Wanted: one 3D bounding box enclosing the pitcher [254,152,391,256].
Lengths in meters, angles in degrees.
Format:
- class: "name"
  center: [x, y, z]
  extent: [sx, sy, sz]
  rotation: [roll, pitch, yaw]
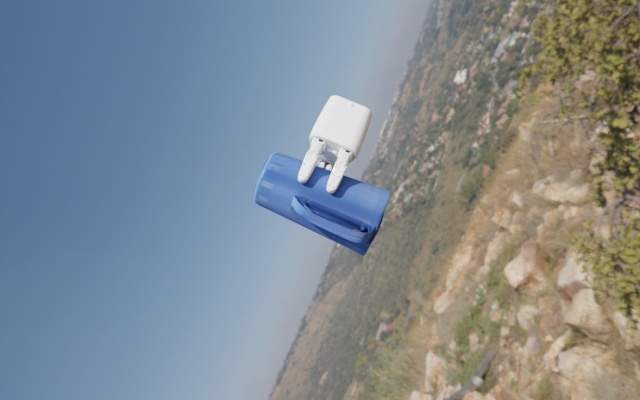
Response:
- class: "pitcher"
  center: [0.000, 0.003, 0.899]
  extent: [0.243, 0.145, 0.149]
  rotation: [22, -24, 3]
